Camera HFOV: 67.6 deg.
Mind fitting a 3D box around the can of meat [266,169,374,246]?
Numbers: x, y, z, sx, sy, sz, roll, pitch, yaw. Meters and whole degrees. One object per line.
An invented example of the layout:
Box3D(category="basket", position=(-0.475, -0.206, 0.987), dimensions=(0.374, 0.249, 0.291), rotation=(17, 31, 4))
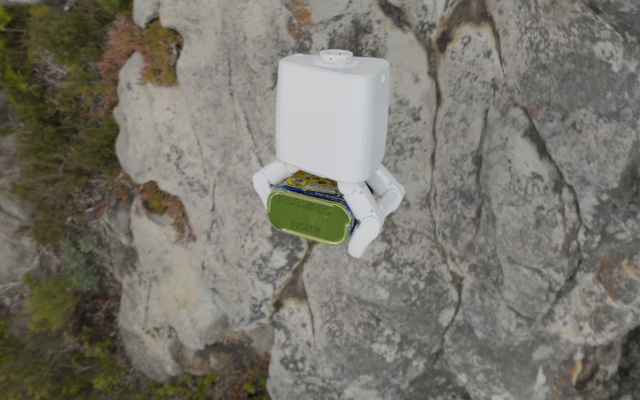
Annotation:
Box3D(category="can of meat", position=(0.000, 0.002, 0.540), dimensions=(0.102, 0.057, 0.084), rotation=(14, 29, 17))
